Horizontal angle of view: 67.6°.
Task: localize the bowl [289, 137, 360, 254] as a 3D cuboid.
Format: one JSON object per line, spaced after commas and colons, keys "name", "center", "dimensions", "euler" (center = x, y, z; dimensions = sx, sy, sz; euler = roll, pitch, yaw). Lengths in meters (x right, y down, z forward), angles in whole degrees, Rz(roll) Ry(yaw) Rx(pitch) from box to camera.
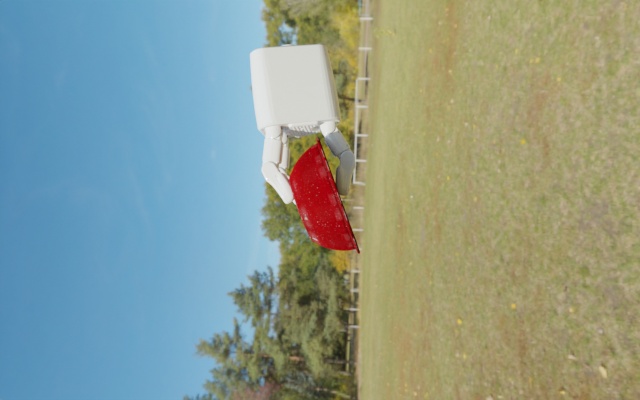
{"name": "bowl", "center": [0.000, 0.003, 0.625], "dimensions": [0.055, 0.162, 0.162], "euler": [-20, -1, 2]}
